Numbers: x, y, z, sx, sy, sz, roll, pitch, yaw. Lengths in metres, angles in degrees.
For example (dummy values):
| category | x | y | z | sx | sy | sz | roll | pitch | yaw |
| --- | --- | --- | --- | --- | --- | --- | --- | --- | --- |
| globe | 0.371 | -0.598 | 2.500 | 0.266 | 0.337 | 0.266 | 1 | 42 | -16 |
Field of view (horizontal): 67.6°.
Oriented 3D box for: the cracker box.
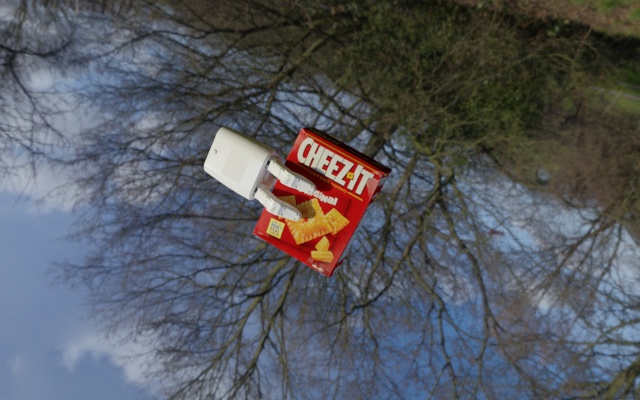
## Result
| category | x | y | z | sx | sy | sz | roll | pitch | yaw |
| --- | --- | --- | --- | --- | --- | --- | --- | --- | --- |
| cracker box | 0.000 | 0.003 | 0.839 | 0.164 | 0.214 | 0.072 | 30 | 16 | 11 |
